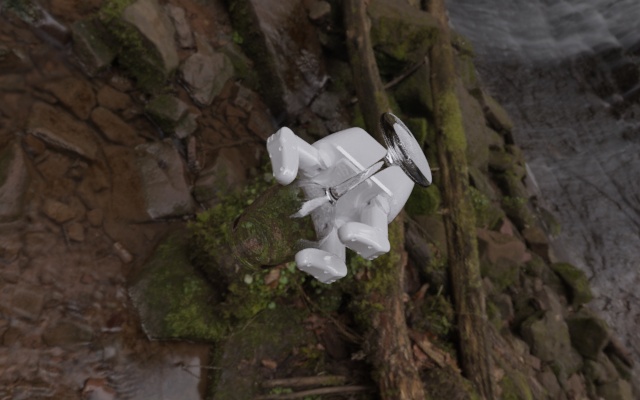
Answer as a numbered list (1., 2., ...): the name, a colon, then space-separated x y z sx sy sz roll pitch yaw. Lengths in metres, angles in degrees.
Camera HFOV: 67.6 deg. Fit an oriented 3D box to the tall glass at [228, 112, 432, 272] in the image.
1. tall glass: 0.000 0.001 0.455 0.201 0.079 0.079 -31 -16 29
